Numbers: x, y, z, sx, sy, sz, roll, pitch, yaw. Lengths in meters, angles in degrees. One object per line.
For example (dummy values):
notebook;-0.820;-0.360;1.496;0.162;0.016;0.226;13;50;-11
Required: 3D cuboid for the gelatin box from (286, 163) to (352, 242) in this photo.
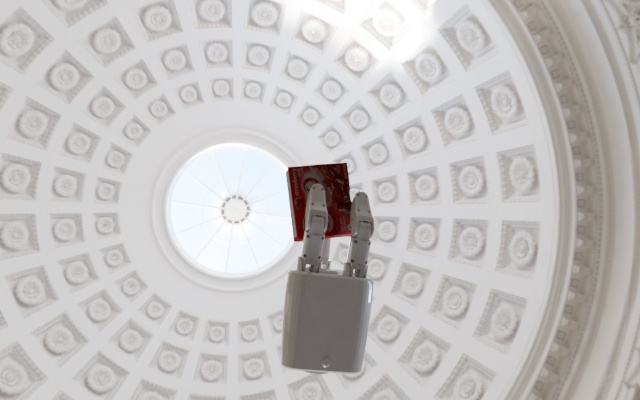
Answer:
gelatin box;0.000;0.002;0.573;0.073;0.089;0.030;-5;-9;-12
